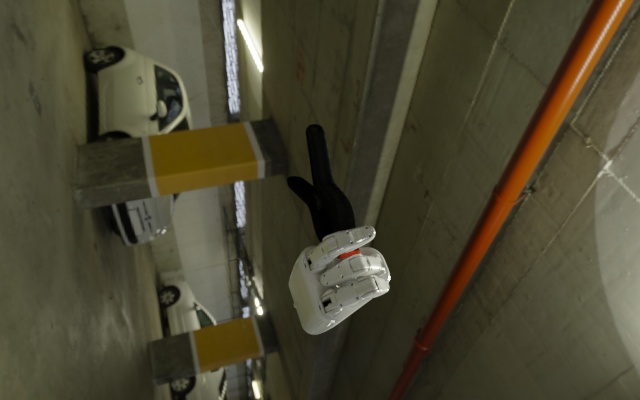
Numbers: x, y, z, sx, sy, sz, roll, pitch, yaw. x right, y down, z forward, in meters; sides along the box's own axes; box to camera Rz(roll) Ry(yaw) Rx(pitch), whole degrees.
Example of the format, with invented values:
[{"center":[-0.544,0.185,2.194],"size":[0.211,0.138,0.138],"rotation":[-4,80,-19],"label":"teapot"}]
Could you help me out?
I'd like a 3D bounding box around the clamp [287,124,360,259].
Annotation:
[{"center":[0.001,0.002,0.616],"size":[0.039,0.171,0.120],"rotation":[-9,-23,-20],"label":"clamp"}]
